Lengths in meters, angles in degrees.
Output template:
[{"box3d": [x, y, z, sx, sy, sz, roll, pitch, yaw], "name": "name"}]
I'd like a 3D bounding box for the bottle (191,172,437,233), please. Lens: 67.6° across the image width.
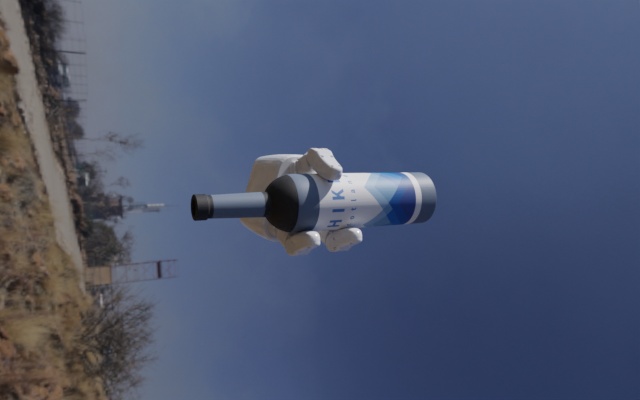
[{"box3d": [0.000, 0.002, 0.557, 0.296, 0.069, 0.069, -2, 1, -28], "name": "bottle"}]
